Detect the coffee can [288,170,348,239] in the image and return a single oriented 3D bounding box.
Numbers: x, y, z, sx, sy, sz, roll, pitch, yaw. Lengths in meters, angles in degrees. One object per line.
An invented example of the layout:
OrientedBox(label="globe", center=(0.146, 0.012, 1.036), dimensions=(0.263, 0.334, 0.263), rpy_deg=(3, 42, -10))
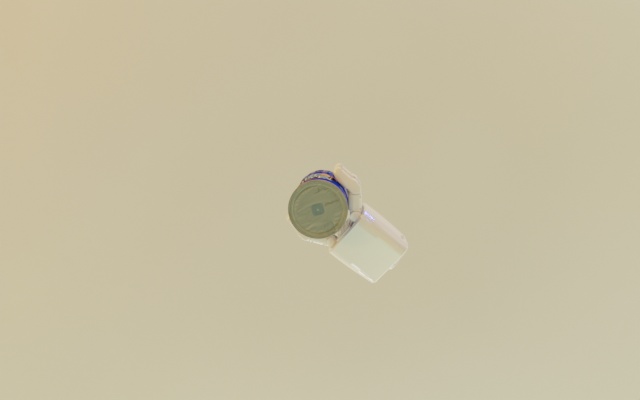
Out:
OrientedBox(label="coffee can", center=(0.000, 0.003, 0.876), dimensions=(0.103, 0.103, 0.140), rpy_deg=(0, 11, 4))
